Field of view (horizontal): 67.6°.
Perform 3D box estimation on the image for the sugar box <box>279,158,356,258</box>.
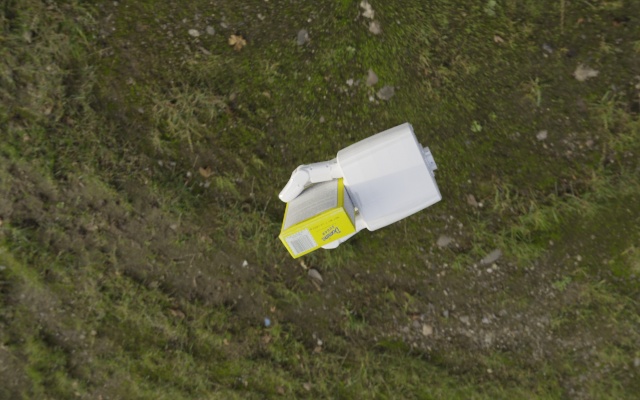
[{"bbox_3d":[0.000,0.003,0.671,0.093,0.048,0.176,-24,21,15],"label":"sugar box"}]
